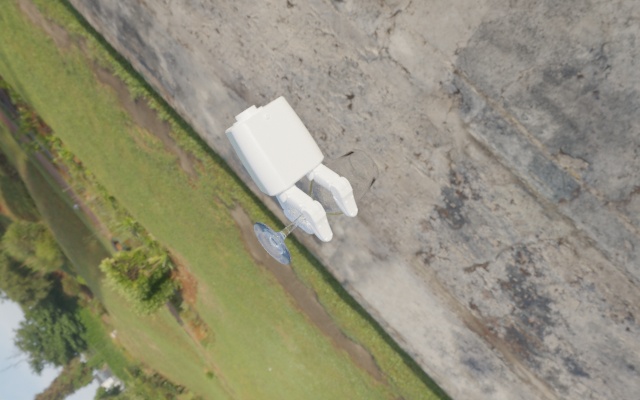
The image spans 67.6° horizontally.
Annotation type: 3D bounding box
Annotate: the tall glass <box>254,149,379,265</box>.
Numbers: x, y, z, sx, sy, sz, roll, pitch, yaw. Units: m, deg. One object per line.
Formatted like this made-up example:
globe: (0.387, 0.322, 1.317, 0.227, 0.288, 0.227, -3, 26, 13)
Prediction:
tall glass: (0.000, 0.003, 0.707, 0.201, 0.079, 0.079, -40, 20, -26)
